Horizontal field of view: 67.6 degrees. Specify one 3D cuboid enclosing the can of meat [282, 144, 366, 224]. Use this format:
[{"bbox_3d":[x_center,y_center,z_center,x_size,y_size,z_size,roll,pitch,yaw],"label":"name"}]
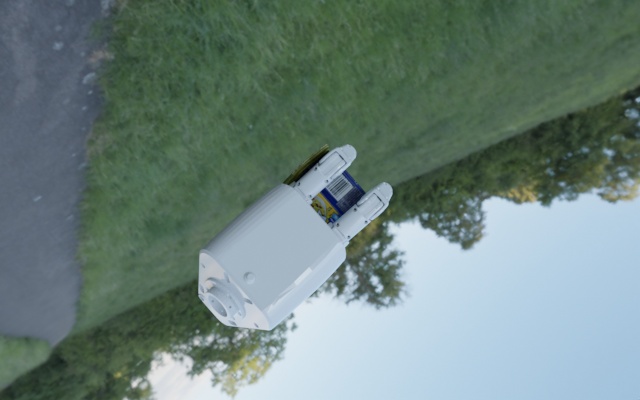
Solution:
[{"bbox_3d":[0.000,0.002,0.524,0.057,0.084,0.102,-41,0,-37],"label":"can of meat"}]
